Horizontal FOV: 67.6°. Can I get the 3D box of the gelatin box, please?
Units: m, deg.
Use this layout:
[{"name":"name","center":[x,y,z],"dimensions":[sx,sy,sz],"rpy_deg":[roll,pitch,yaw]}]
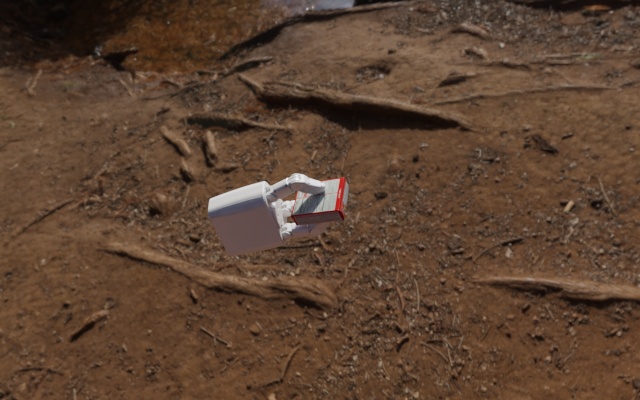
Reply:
[{"name":"gelatin box","center":[0.000,0.002,0.805],"dimensions":[0.089,0.073,0.030],"rpy_deg":[-8,-43,22]}]
